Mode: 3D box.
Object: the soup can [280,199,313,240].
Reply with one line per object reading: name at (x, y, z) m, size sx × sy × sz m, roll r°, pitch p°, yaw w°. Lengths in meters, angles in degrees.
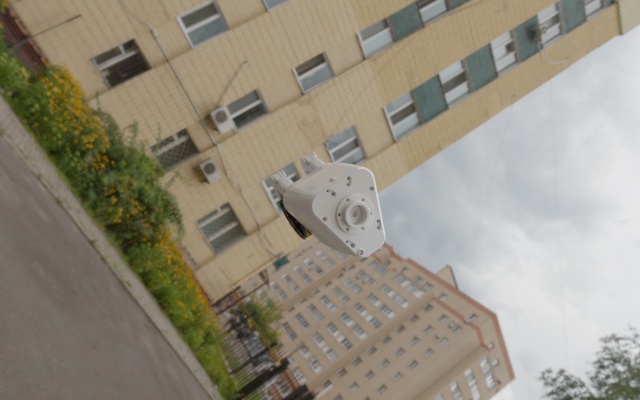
soup can at (0.000, 0.002, 0.708) m, size 0.102 × 0.068 × 0.068 m, roll -32°, pitch 9°, yaw -15°
